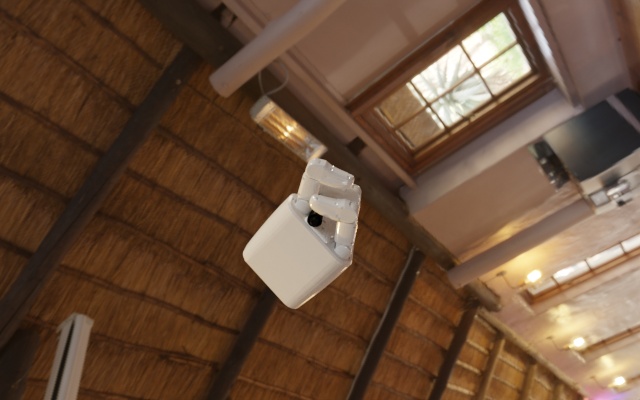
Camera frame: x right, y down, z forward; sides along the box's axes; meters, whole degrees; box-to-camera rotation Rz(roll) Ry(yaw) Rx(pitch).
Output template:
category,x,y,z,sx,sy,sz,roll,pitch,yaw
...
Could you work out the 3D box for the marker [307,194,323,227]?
category,x,y,z,sx,sy,sz,roll,pitch,yaw
marker,0.000,0.002,0.624,0.020,0.020,0.121,0,24,8
